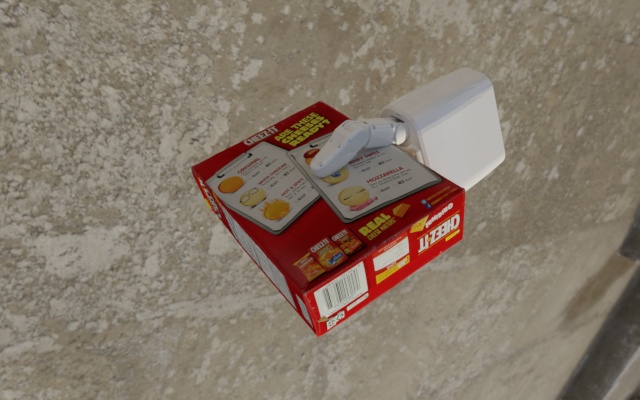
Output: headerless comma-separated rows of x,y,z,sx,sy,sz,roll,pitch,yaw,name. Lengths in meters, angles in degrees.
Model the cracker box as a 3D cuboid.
0.000,0.001,0.454,0.164,0.072,0.213,-31,44,-20,cracker box
